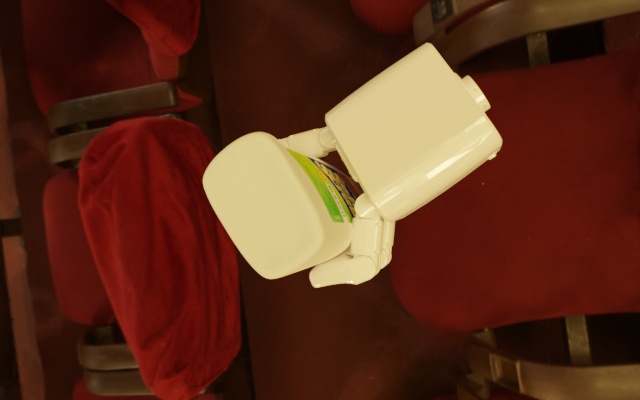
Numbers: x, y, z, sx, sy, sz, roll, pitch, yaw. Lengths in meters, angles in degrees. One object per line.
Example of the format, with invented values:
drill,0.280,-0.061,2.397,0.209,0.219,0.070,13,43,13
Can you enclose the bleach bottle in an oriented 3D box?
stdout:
bleach bottle,0.000,0.002,0.440,0.068,0.102,0.251,-35,-9,16
